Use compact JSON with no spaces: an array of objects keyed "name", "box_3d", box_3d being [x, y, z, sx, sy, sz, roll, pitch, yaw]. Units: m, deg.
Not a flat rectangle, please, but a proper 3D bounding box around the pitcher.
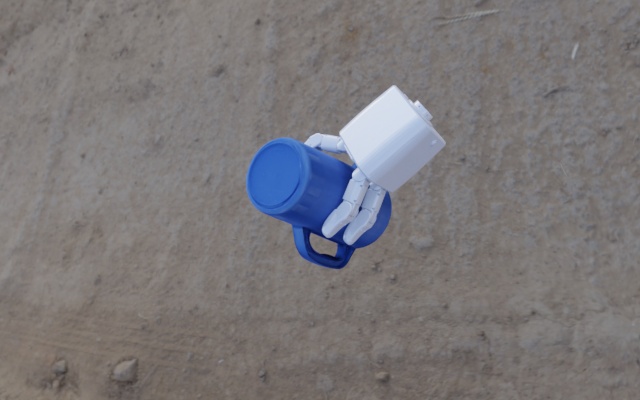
[{"name":"pitcher","box_3d":[0.000,0.002,0.727,0.145,0.149,0.243,-40,-30,18]}]
